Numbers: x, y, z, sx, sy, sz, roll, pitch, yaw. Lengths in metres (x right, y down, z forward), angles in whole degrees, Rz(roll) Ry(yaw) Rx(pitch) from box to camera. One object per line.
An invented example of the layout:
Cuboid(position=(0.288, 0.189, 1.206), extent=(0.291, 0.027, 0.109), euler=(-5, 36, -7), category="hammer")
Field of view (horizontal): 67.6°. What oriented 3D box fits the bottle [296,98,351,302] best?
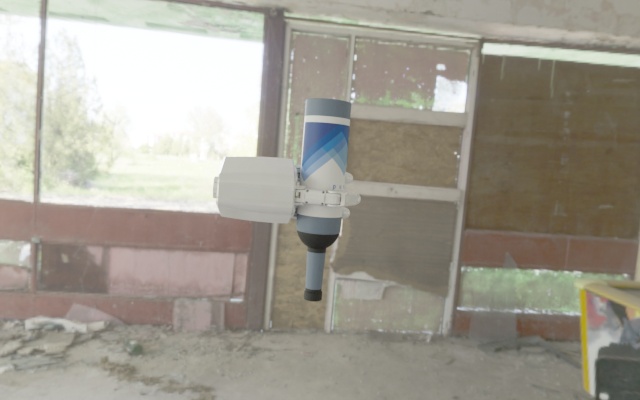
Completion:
Cuboid(position=(0.000, 0.002, 0.707), extent=(0.069, 0.296, 0.069), euler=(5, 5, 0), category="bottle")
